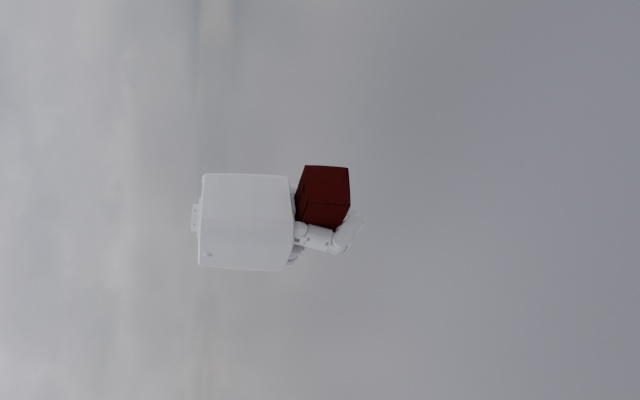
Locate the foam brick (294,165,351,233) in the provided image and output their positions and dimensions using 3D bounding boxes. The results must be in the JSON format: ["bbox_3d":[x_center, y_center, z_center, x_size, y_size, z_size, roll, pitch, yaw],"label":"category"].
[{"bbox_3d":[0.000,0.002,0.561,0.051,0.053,0.078,5,-33,-12],"label":"foam brick"}]
